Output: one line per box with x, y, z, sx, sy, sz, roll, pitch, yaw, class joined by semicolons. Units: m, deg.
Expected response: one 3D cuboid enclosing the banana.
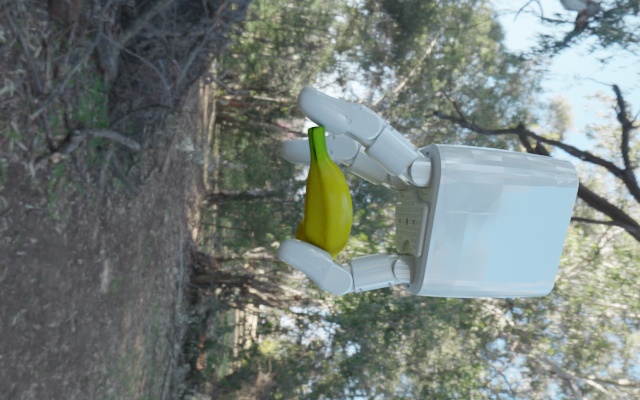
0.001;0.017;0.398;0.037;0.069;0.198;0;-23;-6;banana
